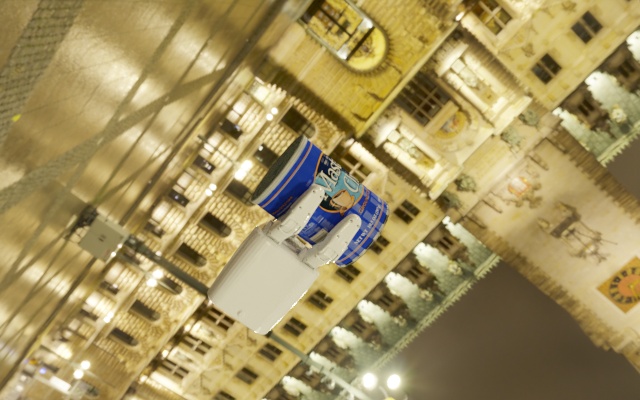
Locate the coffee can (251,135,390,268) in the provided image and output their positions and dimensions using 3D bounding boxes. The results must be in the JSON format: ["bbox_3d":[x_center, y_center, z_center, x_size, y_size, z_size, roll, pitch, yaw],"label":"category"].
[{"bbox_3d":[0.000,0.002,0.594,0.140,0.103,0.103,38,-11,-14],"label":"coffee can"}]
